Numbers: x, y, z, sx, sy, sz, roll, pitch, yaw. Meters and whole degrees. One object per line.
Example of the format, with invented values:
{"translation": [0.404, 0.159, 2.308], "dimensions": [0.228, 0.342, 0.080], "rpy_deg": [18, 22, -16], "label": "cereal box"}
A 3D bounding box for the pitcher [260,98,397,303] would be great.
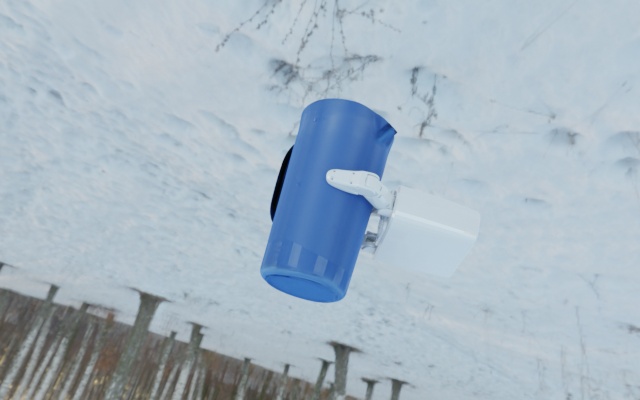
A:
{"translation": [0.000, 0.002, 0.624], "dimensions": [0.145, 0.242, 0.149], "rpy_deg": [17, -24, 1], "label": "pitcher"}
